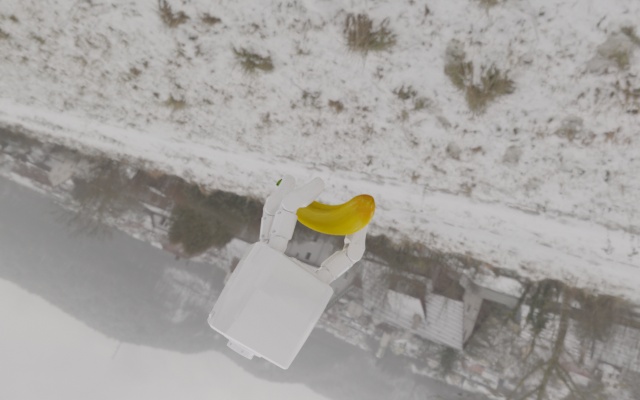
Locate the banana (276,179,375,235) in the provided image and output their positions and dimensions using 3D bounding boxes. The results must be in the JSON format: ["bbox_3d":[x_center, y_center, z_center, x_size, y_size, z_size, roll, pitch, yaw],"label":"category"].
[{"bbox_3d":[0.009,0.014,0.590,0.198,0.037,0.070,10,-34,54],"label":"banana"}]
